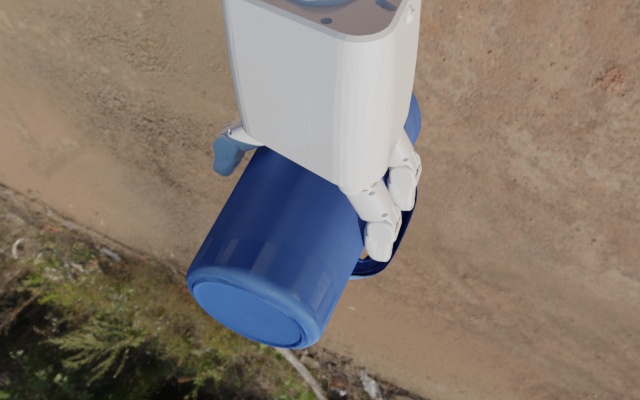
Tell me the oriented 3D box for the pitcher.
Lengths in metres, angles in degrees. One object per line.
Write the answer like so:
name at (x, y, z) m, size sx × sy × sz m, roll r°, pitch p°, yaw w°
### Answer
pitcher at (0.000, 0.001, 0.413) m, size 0.149 × 0.242 × 0.145 m, roll 17°, pitch -36°, yaw 13°
